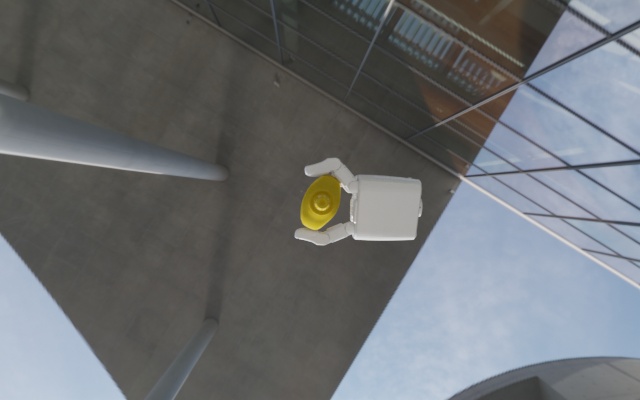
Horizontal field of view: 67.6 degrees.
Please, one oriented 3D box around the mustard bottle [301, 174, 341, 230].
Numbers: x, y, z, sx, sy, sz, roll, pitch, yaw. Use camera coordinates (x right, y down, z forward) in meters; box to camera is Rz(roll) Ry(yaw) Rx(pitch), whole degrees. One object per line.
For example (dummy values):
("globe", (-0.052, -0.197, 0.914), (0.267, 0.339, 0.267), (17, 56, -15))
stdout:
("mustard bottle", (0.000, 0.003, 0.821), (0.058, 0.096, 0.191), (27, 0, -3))
